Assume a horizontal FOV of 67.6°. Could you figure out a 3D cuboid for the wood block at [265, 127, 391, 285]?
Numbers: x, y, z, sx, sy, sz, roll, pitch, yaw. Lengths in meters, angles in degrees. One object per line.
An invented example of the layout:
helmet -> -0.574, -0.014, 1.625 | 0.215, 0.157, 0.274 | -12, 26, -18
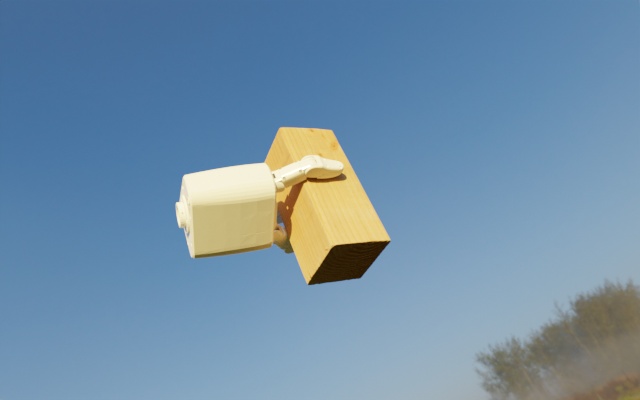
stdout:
wood block -> 0.000, 0.002, 0.662 | 0.090, 0.206, 0.091 | -2, -40, -31
